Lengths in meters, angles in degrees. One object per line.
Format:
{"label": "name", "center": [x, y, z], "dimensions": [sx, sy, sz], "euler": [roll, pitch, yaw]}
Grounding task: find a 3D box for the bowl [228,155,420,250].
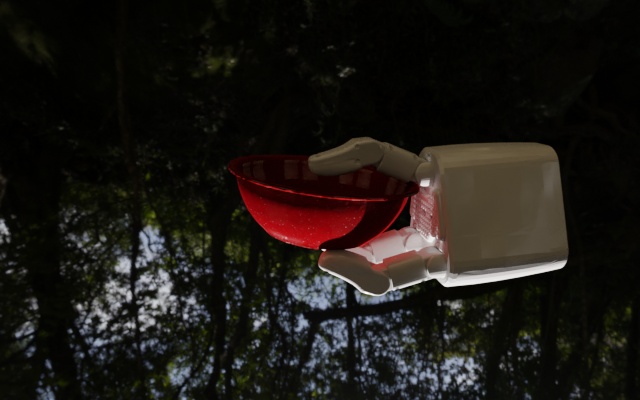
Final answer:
{"label": "bowl", "center": [-0.001, 0.002, 0.410], "dimensions": [0.162, 0.055, 0.162], "euler": [7, 14, -2]}
